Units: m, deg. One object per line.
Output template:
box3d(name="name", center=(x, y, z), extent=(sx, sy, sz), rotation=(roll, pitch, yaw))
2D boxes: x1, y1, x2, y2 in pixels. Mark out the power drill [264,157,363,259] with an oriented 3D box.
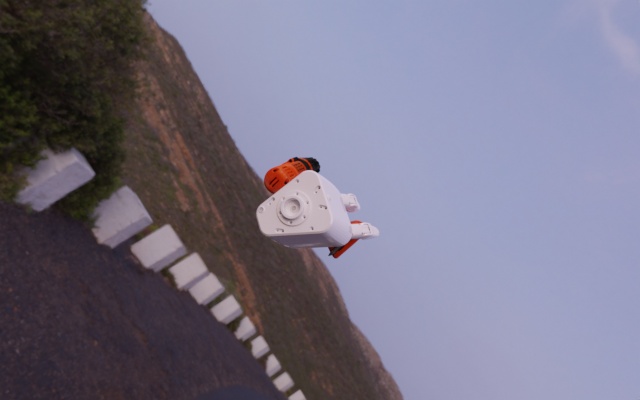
box3d(name="power drill", center=(0.000, 0.003, 0.837), extent=(0.057, 0.187, 0.184), rotation=(-46, -6, 24))
